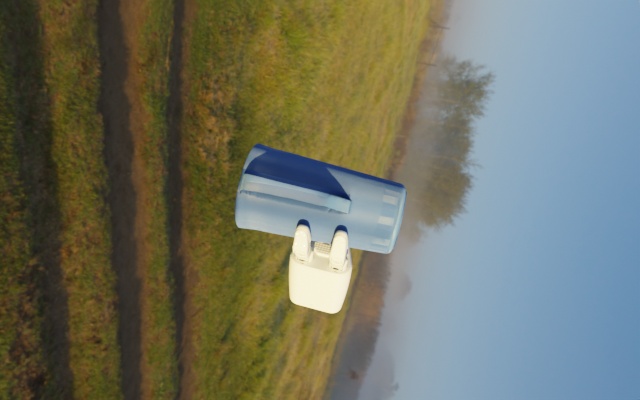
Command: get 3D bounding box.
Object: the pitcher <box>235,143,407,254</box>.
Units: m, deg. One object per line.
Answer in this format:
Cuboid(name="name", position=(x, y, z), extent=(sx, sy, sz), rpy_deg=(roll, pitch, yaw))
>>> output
Cuboid(name="pitcher", position=(0.000, 0.002, 0.716), extent=(0.243, 0.145, 0.149), rpy_deg=(13, 41, 6))
